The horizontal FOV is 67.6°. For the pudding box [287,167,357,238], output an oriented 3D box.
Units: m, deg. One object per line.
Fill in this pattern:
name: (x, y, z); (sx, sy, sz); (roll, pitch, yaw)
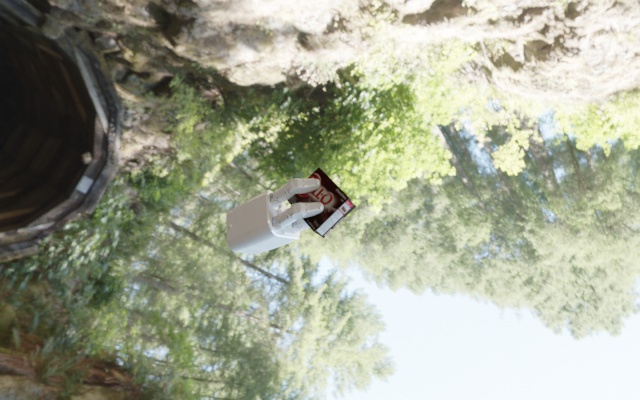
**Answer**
pudding box: (0.000, 0.003, 0.898); (0.113, 0.090, 0.039); (47, 3, 39)
